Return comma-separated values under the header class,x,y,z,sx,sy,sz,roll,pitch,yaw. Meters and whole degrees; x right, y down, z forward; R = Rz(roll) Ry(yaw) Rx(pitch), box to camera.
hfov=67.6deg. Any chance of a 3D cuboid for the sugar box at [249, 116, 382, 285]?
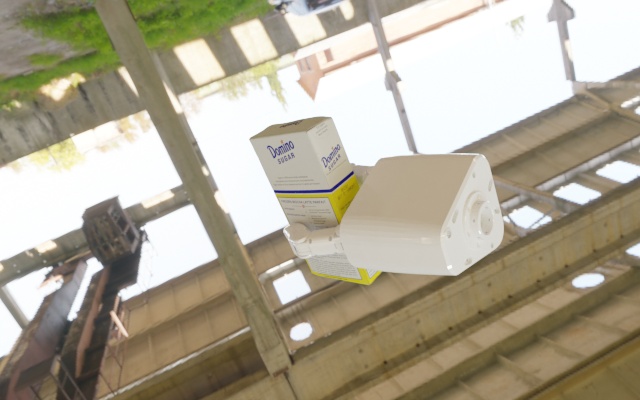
class,x,y,z,sx,sy,sz,roll,pitch,yaw
sugar box,0.001,0.001,0.502,0.093,0.176,0.048,2,30,46
